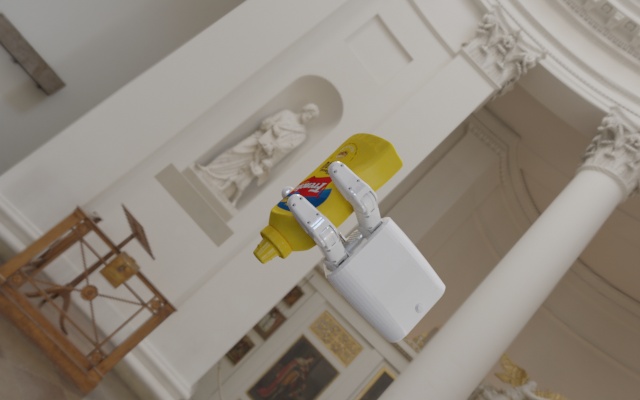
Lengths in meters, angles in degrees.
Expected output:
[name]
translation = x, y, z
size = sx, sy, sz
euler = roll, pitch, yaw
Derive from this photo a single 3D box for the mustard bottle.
[mustard bottle]
translation = 0.000, 0.001, 0.546
size = 0.191, 0.058, 0.096
euler = -43, 28, -16
